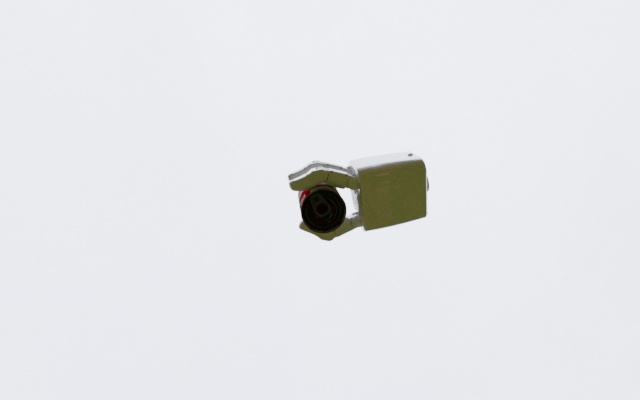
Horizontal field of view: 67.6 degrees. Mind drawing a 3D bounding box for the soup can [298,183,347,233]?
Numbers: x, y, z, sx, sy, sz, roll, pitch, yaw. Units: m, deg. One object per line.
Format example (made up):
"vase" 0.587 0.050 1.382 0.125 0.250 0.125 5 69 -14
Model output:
"soup can" 0.000 0.003 0.746 0.068 0.068 0.102 0 16 -6
